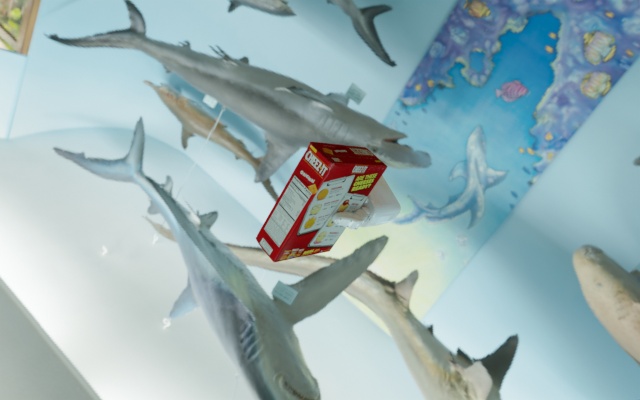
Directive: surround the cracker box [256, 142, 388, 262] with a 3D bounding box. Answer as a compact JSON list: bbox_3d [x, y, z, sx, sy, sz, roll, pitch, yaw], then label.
[{"bbox_3d":[0.000,0.003,0.850,0.072,0.214,0.164,45,28,28],"label":"cracker box"}]
